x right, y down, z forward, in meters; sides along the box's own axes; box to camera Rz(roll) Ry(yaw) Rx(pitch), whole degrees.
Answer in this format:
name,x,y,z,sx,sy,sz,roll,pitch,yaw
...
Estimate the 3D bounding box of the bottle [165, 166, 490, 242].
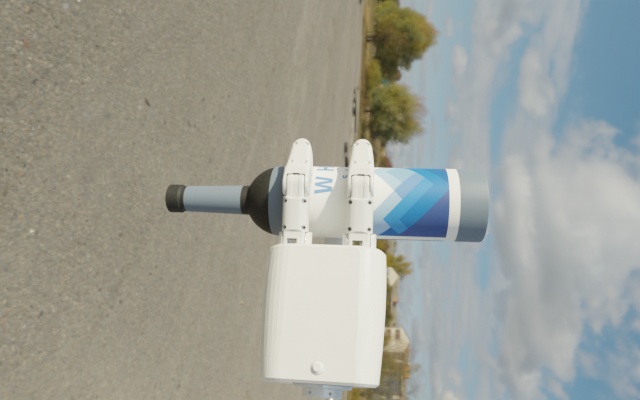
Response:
name,x,y,z,sx,sy,sz,roll,pitch,yaw
bottle,0.000,0.001,0.451,0.296,0.069,0.069,1,0,6
